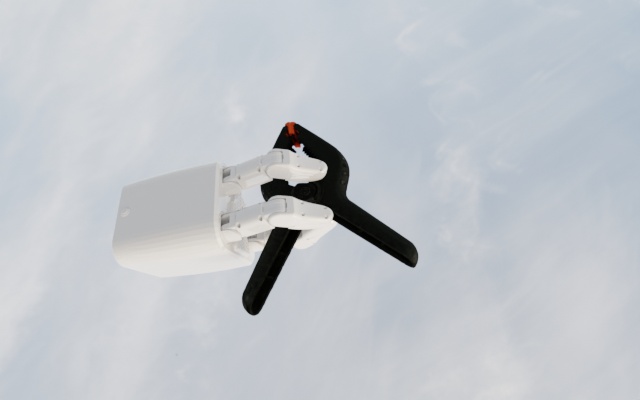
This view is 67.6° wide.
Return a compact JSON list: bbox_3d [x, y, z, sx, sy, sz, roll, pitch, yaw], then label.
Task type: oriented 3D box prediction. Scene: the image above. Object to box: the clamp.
[{"bbox_3d":[0.000,0.002,0.479,0.164,0.209,0.036,-11,-34,7],"label":"clamp"}]
